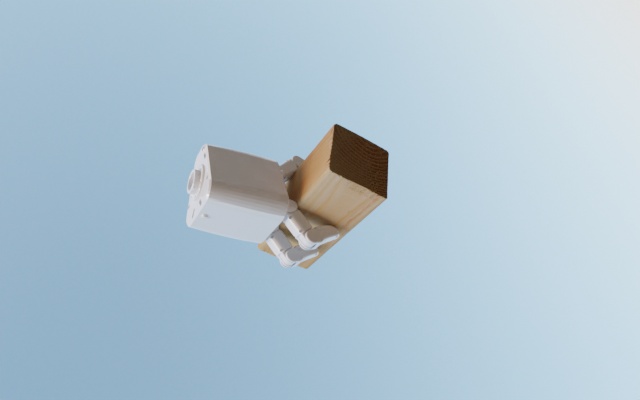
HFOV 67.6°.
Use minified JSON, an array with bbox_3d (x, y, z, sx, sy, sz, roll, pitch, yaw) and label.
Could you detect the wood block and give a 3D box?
[{"bbox_3d":[0.000,0.002,0.678,0.090,0.090,0.206,25,-43,-19],"label":"wood block"}]
